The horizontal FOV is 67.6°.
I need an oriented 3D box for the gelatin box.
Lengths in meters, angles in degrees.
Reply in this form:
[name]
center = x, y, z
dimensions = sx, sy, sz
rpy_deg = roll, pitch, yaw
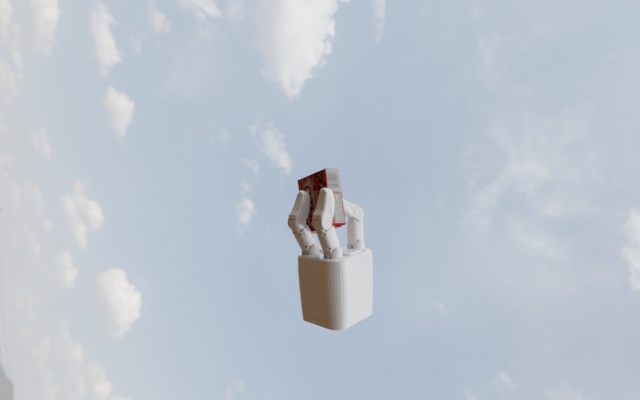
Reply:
[gelatin box]
center = 0.000, 0.002, 0.731
dimensions = 0.030, 0.089, 0.073
rpy_deg = 0, -12, -38
